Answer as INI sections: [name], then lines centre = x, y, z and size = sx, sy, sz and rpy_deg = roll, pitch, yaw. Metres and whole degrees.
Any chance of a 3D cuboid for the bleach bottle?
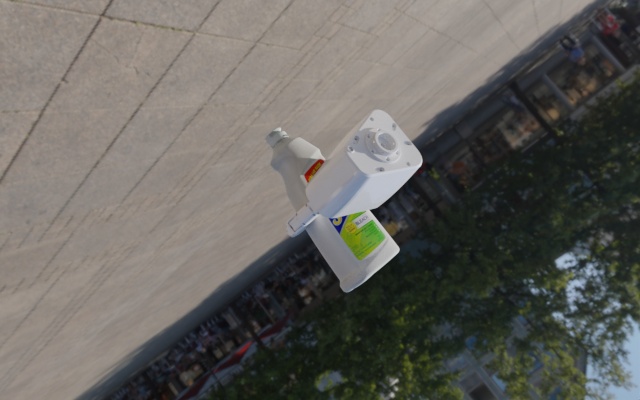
[bleach bottle]
centre = 0.000, 0.002, 0.692
size = 0.102, 0.251, 0.068
rpy_deg = -33, -8, -37
